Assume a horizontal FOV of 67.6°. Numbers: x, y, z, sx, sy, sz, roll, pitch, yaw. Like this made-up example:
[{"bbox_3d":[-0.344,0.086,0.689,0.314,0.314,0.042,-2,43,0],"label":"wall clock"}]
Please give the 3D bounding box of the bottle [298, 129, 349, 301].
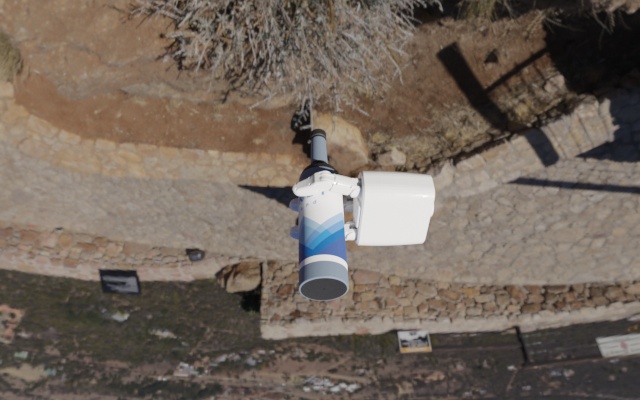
[{"bbox_3d":[0.000,0.003,0.721,0.069,0.295,0.069,-1,-38,-1],"label":"bottle"}]
